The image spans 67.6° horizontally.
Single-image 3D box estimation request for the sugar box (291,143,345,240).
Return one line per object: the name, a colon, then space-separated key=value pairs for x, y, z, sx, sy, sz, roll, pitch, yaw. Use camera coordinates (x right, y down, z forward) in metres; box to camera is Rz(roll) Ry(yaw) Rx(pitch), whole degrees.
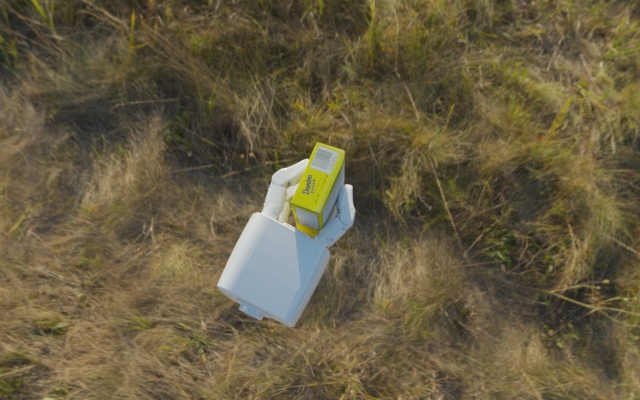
sugar box: x=0.000 y=0.002 z=0.671 sx=0.048 sy=0.093 sz=0.176 roll=21 pitch=-20 yaw=7
